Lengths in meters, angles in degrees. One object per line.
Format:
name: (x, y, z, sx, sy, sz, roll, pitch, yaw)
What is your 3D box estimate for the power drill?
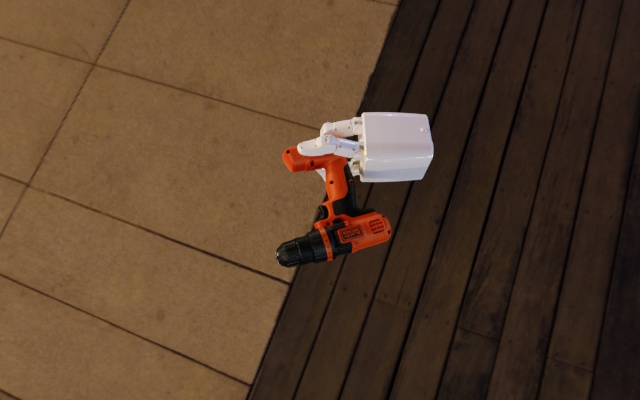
power drill: (0.000, 0.002, 0.756, 0.184, 0.187, 0.057, -15, -15, -11)
